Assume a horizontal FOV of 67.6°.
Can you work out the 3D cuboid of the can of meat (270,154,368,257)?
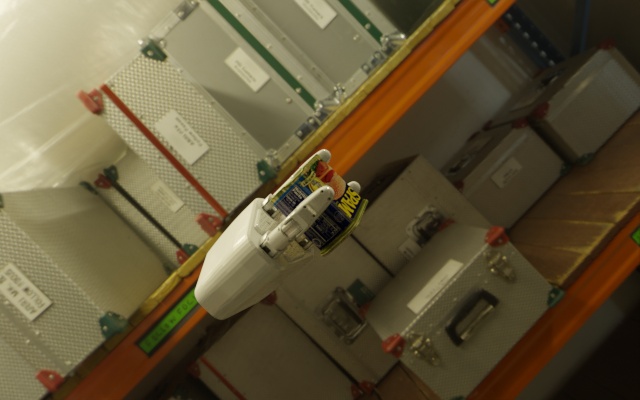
[{"bbox_3d":[0.000,0.002,0.536,0.057,0.084,0.102,-44,4,24],"label":"can of meat"}]
